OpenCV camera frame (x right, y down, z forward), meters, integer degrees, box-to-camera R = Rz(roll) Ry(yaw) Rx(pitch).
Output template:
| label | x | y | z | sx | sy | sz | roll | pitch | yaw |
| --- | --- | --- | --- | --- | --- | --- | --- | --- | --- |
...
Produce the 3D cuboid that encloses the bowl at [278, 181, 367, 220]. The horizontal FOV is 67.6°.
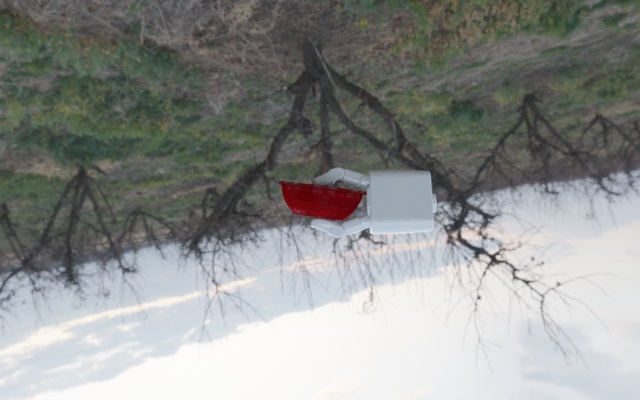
| label | x | y | z | sx | sy | sz | roll | pitch | yaw |
| --- | --- | --- | --- | --- | --- | --- | --- | --- | --- |
| bowl | -0.001 | 0.003 | 0.855 | 0.162 | 0.055 | 0.162 | 8 | 0 | 0 |
